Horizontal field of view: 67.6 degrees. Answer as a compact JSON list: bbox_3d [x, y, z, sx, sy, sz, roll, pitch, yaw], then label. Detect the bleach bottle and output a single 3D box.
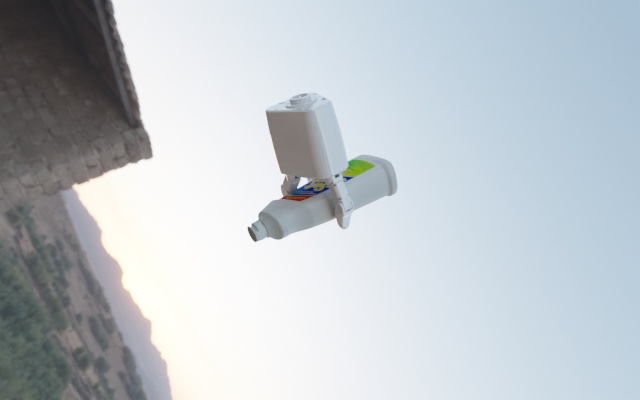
[{"bbox_3d":[0.000,0.003,0.777,0.251,0.068,0.102,-27,28,-26],"label":"bleach bottle"}]
